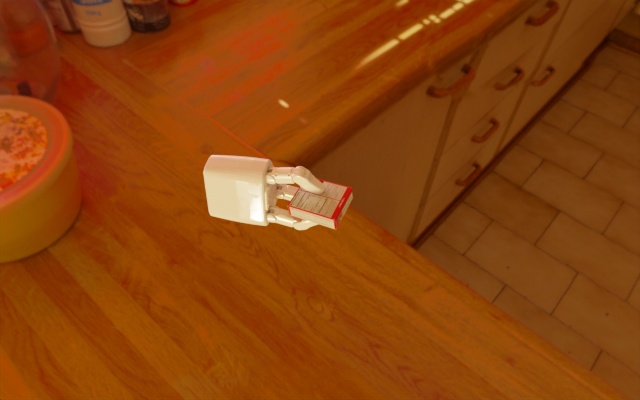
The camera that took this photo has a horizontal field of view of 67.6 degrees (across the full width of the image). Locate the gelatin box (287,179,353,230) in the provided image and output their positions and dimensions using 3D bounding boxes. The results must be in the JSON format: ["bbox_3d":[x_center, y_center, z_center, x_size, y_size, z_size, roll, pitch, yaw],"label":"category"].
[{"bbox_3d":[0.000,0.002,0.797,0.089,0.073,0.030,15,-37,21],"label":"gelatin box"}]
